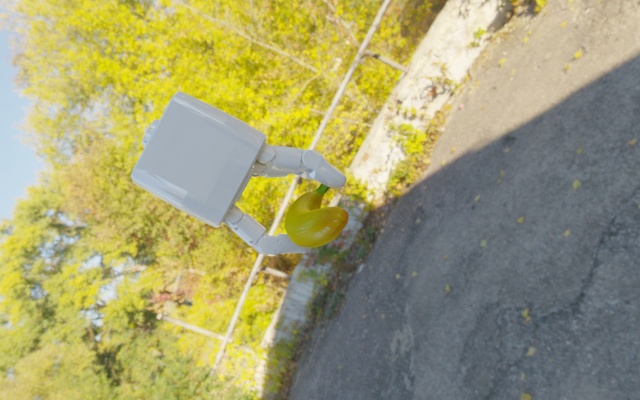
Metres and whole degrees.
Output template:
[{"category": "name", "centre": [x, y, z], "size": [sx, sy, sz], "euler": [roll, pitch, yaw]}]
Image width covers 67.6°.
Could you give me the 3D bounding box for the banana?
[{"category": "banana", "centre": [-0.010, 0.017, 0.506], "size": [0.037, 0.069, 0.197], "euler": [32, 7, -10]}]
